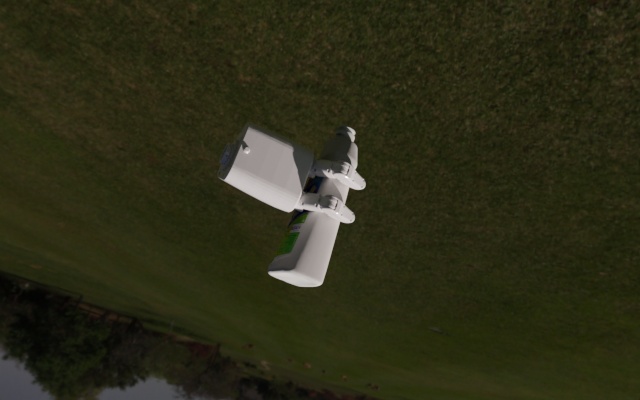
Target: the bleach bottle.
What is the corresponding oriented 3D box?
[{"bbox_3d":[0.000,0.002,0.729,0.068,0.250,0.102,26,-20,-19],"label":"bleach bottle"}]
